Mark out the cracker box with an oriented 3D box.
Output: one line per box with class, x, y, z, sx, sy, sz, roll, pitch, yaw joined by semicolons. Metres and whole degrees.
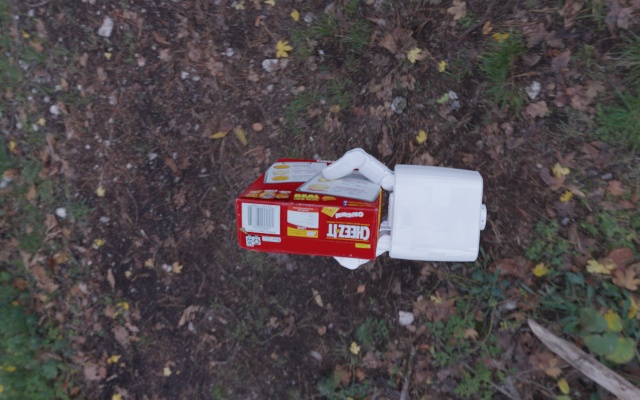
cracker box;0.000;0.002;0.634;0.164;0.072;0.213;4;18;9
